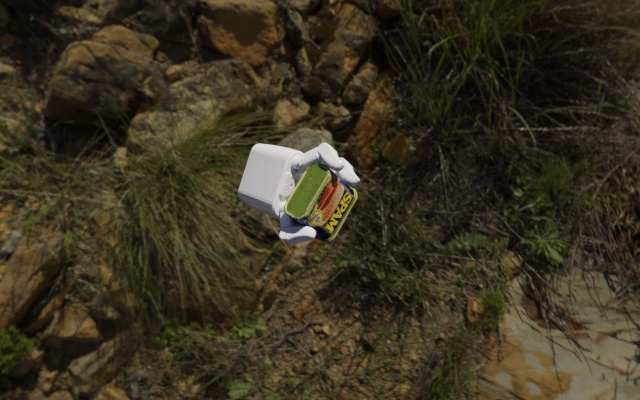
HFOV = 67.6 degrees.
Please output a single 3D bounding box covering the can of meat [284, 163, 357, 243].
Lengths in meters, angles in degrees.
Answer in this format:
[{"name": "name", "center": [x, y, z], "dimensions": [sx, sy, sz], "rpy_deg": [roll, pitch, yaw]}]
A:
[{"name": "can of meat", "center": [0.000, 0.002, 0.758], "dimensions": [0.057, 0.102, 0.084], "rpy_deg": [21, -14, 43]}]
